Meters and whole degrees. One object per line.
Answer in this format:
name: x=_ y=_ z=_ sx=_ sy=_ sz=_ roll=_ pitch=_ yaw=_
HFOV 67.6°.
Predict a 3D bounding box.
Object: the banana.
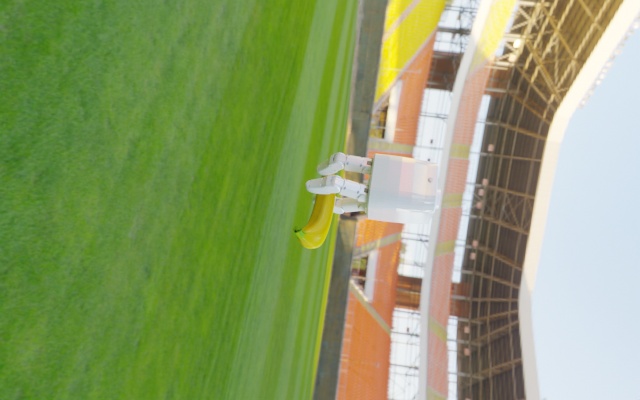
banana: x=-0.001 y=0.020 z=0.777 sx=0.037 sy=0.070 sz=0.197 roll=7 pitch=33 yaw=11
